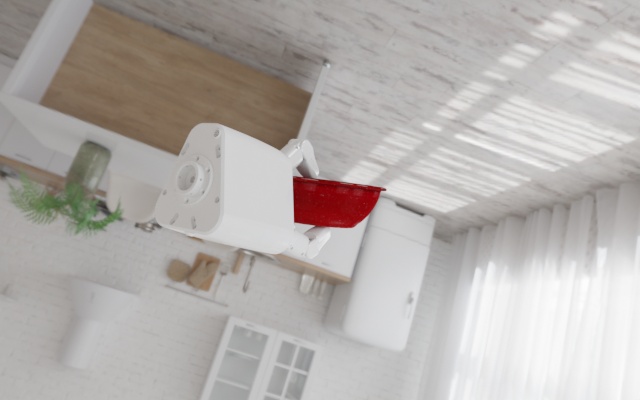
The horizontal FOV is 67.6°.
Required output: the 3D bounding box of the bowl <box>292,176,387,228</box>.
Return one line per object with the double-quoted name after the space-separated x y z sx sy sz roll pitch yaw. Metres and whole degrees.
0.001 0.003 0.603 0.162 0.055 0.162 6 1 0 "bowl"
